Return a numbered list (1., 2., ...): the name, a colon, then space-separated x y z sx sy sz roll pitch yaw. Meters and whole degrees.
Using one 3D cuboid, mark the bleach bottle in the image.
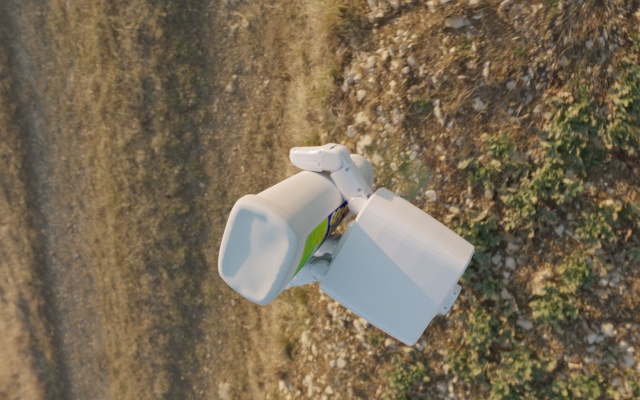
1. bleach bottle: 0.000 0.002 0.497 0.068 0.103 0.250 33 34 13
